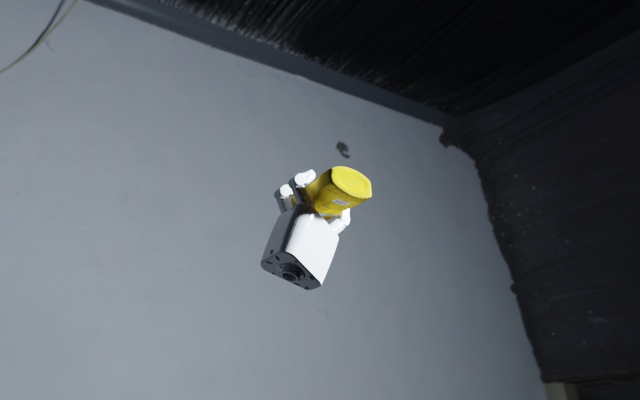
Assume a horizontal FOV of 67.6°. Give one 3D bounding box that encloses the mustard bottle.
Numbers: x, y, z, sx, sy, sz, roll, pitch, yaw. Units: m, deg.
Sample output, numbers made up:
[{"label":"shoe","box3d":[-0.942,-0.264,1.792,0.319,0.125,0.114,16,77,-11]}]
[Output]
[{"label":"mustard bottle","box3d":[0.000,0.003,0.898,0.096,0.058,0.192,15,-31,-34]}]
